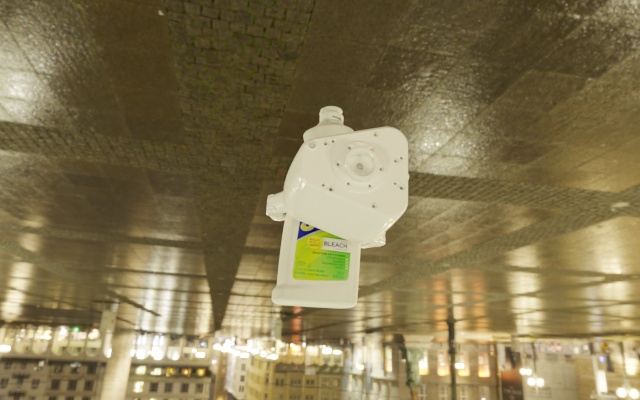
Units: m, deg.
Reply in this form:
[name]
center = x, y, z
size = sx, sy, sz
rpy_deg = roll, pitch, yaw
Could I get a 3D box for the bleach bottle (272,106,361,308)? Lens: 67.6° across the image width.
[bleach bottle]
center = 0.000, 0.002, 0.590
size = 0.102, 0.250, 0.068
rpy_deg = 5, -17, -8
